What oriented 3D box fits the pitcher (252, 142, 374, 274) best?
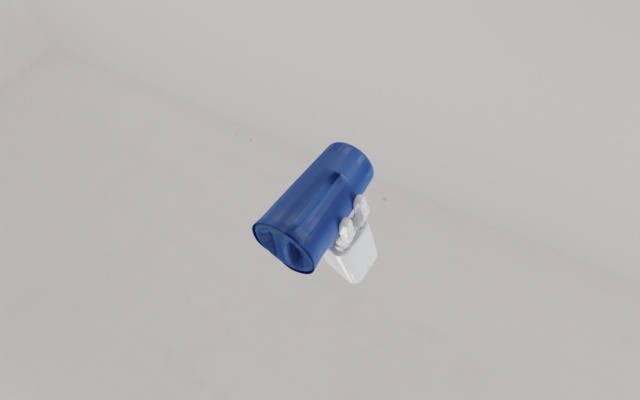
[{"bbox_3d":[0.000,0.003,0.874,0.149,0.242,0.145,16,-34,36],"label":"pitcher"}]
